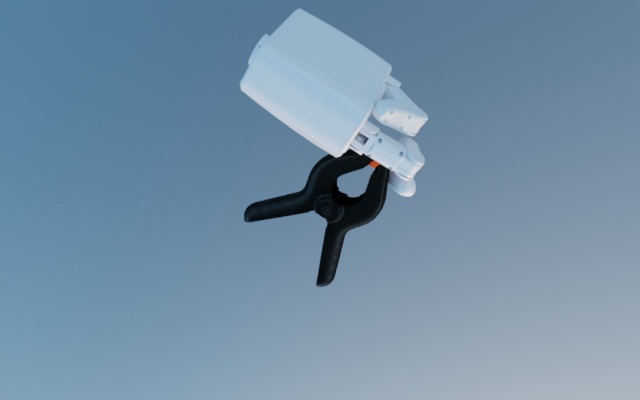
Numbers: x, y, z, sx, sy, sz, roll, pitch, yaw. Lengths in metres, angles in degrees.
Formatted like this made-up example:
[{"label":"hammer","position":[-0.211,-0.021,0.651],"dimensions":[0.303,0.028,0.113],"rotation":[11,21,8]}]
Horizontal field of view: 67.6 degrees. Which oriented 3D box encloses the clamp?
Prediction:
[{"label":"clamp","position":[0.000,0.002,0.482],"dimensions":[0.120,0.171,0.039],"rotation":[32,26,-6]}]
